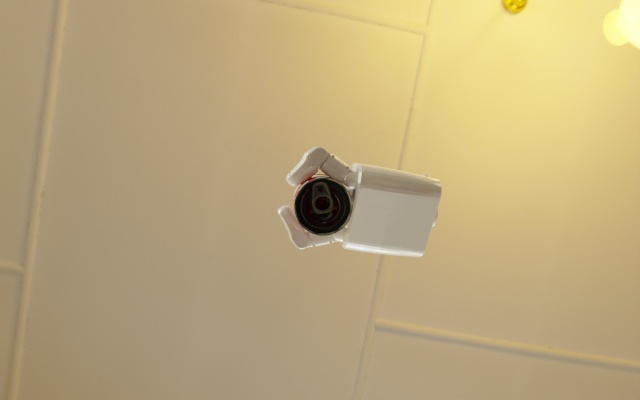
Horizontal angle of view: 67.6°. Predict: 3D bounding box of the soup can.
[{"bbox_3d":[0.000,0.002,0.598,0.068,0.068,0.102,0,6,-4],"label":"soup can"}]
